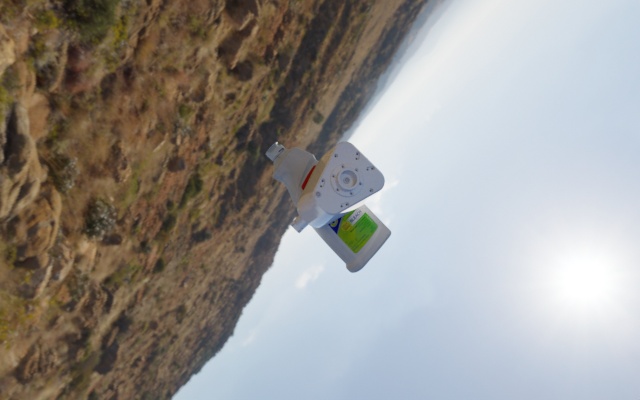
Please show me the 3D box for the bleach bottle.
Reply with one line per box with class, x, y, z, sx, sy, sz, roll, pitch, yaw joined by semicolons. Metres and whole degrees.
bleach bottle;0.000;0.003;0.819;0.251;0.102;0.068;44;-17;-2
